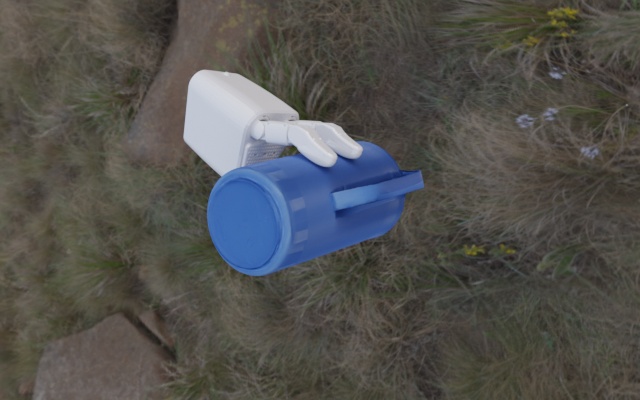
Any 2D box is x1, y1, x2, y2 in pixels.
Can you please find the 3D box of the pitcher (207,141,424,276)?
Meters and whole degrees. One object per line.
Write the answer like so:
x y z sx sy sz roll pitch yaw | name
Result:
0.000 0.002 0.548 0.145 0.149 0.243 40 28 21 | pitcher
